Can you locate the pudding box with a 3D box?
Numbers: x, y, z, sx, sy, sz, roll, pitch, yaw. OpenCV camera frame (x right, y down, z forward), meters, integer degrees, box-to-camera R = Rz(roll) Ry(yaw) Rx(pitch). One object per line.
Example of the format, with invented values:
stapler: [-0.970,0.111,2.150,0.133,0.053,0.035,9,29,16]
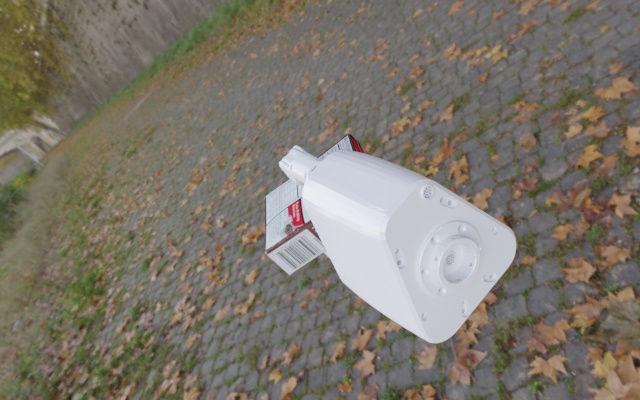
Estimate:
pudding box: [0.000,0.001,0.438,0.113,0.039,0.090,-34,31,17]
